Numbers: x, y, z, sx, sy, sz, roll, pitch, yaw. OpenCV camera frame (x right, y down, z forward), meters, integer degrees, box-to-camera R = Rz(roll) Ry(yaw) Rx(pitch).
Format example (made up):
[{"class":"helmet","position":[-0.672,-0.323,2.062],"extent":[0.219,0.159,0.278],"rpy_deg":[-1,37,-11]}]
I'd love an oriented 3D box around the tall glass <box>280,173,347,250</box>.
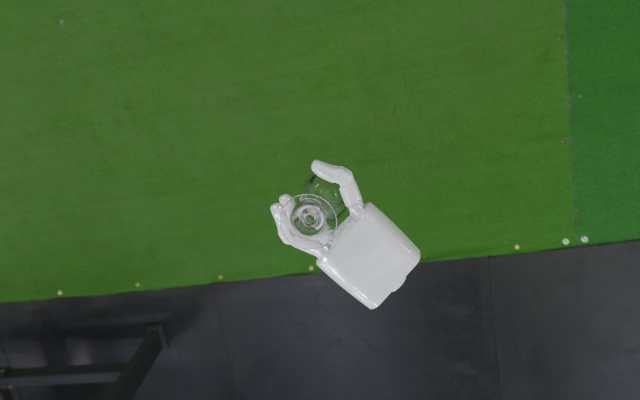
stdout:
[{"class":"tall glass","position":[0.000,0.002,0.697],"extent":[0.079,0.079,0.201],"rpy_deg":[0,15,9]}]
